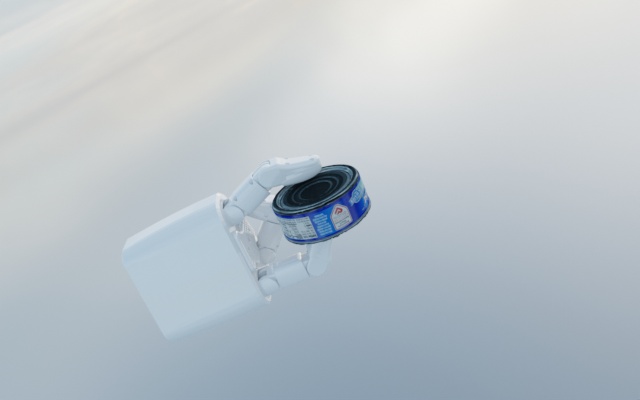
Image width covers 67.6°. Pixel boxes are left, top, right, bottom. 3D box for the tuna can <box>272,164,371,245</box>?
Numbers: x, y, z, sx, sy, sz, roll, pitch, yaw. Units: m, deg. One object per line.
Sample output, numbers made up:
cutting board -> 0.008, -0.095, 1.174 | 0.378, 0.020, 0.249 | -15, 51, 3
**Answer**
tuna can -> 0.000, 0.001, 0.432 | 0.086, 0.034, 0.086 | -19, 25, 9
